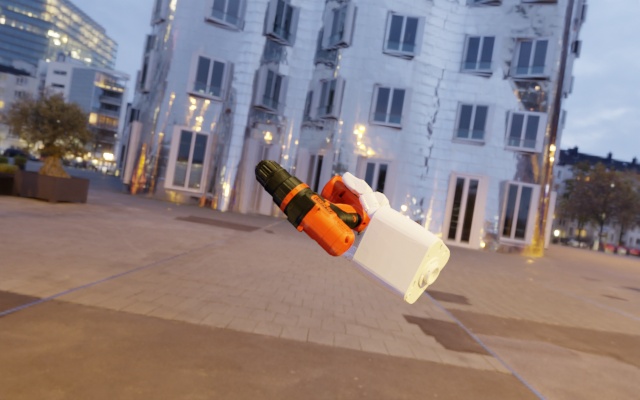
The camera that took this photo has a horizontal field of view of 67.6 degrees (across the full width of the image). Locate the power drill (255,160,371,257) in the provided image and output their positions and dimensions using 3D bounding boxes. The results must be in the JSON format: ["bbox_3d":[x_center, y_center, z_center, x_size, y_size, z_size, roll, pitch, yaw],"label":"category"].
[{"bbox_3d":[0.001,0.003,0.749,0.184,0.057,0.187,45,22,15],"label":"power drill"}]
